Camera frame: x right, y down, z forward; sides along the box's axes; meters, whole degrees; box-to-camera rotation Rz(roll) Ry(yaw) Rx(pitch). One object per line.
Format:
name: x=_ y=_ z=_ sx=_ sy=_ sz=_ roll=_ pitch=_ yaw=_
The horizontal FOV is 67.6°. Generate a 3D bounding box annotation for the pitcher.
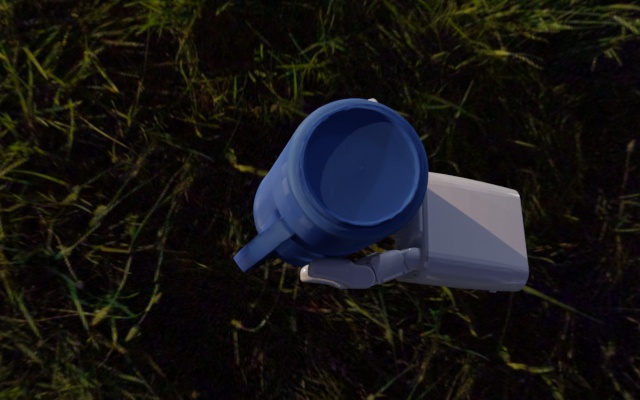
pitcher: x=0.000 y=0.001 z=0.455 sx=0.145 sy=0.149 sz=0.243 roll=10 pitch=-11 yaw=-9
